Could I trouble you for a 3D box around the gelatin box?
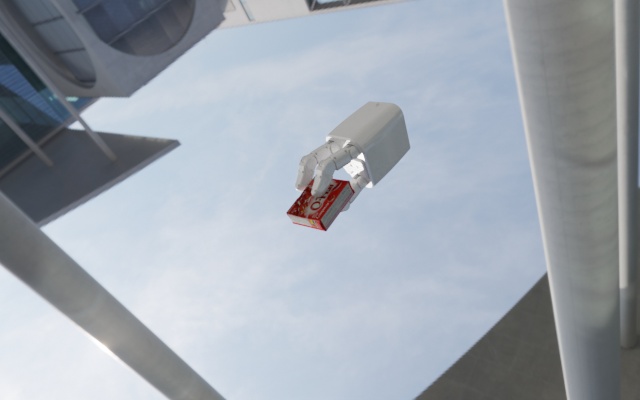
[{"bbox_3d":[0.000,0.003,0.757,0.073,0.089,0.030,11,-36,41],"label":"gelatin box"}]
